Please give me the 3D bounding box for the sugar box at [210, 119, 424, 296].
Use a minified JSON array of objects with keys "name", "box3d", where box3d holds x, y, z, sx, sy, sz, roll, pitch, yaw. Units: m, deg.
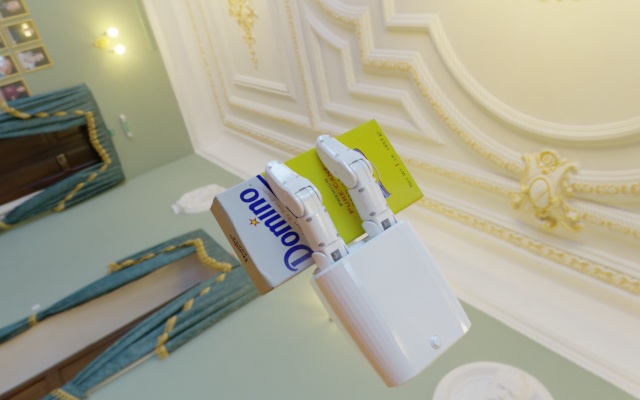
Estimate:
[{"name":"sugar box","box3d":[0.000,0.001,0.437,0.176,0.093,0.048,-29,-7,-27]}]
